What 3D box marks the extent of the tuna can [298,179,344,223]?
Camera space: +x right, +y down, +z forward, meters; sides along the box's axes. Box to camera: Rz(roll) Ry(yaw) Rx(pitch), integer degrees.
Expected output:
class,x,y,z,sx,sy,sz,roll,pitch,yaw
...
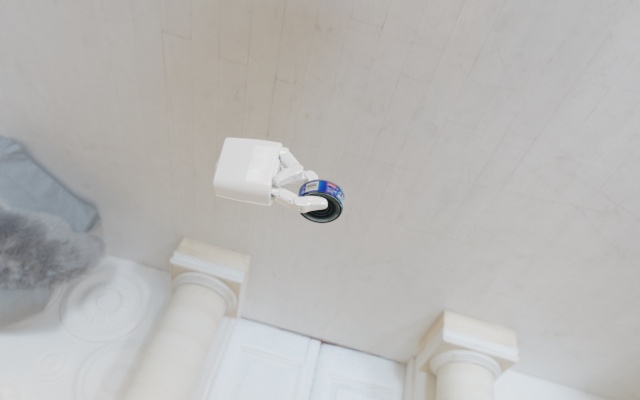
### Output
class,x,y,z,sx,sy,sz,roll,pitch,yaw
tuna can,0.000,0.003,0.879,0.086,0.033,0.086,5,-43,4
